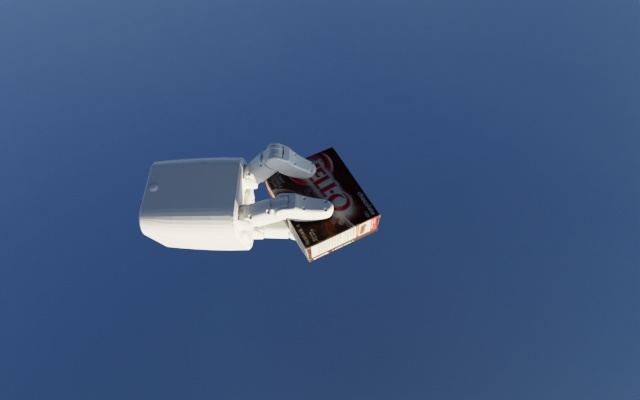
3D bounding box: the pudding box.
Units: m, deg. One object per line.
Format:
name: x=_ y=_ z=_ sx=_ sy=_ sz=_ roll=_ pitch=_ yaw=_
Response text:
pudding box: x=0.000 y=0.002 z=0.538 sx=0.090 sy=0.113 sz=0.039 roll=-24 pitch=-30 yaw=-13
